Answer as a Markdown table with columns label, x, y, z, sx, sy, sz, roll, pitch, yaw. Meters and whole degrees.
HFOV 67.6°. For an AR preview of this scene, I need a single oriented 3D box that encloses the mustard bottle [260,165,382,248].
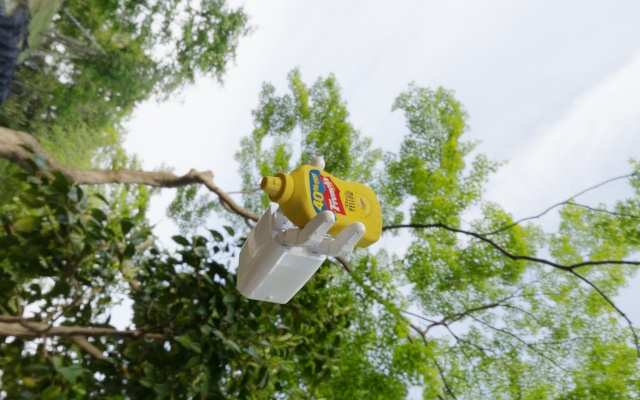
| label | x | y | z | sx | sy | sz | roll | pitch | yaw |
| --- | --- | --- | --- | --- | --- | --- | --- | --- | --- |
| mustard bottle | 0.001 | 0.002 | 0.662 | 0.192 | 0.096 | 0.058 | 18 | -36 | -37 |
